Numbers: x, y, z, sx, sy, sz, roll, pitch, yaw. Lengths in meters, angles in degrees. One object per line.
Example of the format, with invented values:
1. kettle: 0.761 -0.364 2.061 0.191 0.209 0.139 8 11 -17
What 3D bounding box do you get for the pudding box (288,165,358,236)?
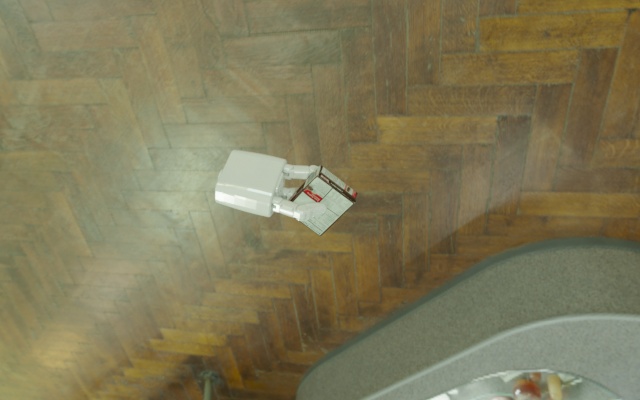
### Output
1. pudding box: 0.000 0.003 0.892 0.090 0.113 0.039 36 36 -13
